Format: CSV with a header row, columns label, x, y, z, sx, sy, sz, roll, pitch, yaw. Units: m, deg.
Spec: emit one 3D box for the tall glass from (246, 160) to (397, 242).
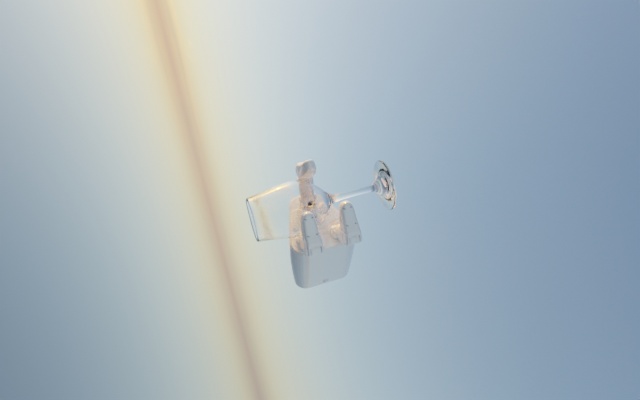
label,x,y,z,sx,sy,sz,roll,pitch,yaw
tall glass,0.001,0.002,0.673,0.201,0.079,0.079,-14,3,-13
